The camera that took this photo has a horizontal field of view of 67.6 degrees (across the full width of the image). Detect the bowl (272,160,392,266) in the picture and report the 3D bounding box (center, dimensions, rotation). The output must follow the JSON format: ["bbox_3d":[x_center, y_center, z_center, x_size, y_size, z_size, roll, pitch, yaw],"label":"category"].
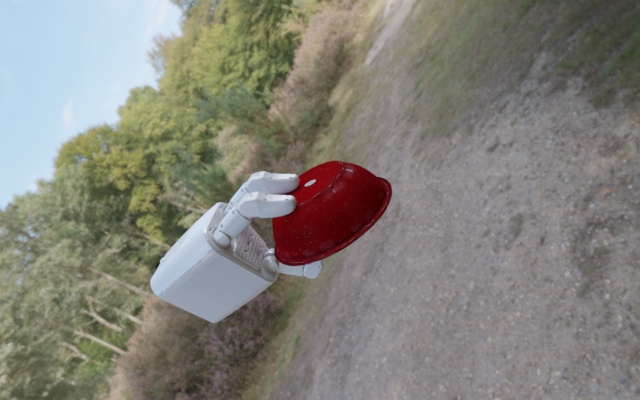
[{"bbox_3d":[0.001,0.001,0.558,0.162,0.055,0.162,-28,22,13],"label":"bowl"}]
